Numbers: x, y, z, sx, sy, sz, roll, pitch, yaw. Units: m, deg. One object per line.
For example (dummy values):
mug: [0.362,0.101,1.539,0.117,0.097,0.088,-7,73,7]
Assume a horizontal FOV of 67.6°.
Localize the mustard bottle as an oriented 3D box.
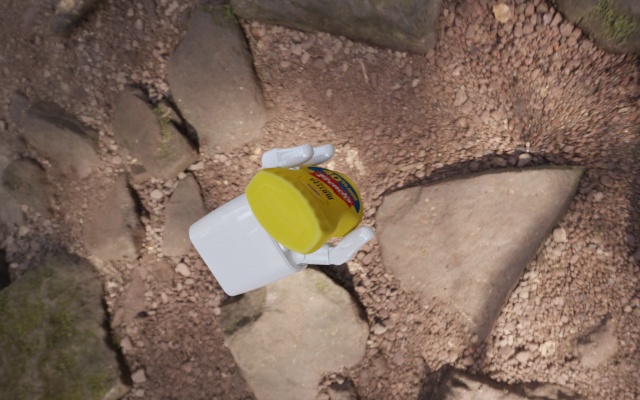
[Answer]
mustard bottle: [0.000,0.002,0.549,0.096,0.058,0.191,44,21,14]
